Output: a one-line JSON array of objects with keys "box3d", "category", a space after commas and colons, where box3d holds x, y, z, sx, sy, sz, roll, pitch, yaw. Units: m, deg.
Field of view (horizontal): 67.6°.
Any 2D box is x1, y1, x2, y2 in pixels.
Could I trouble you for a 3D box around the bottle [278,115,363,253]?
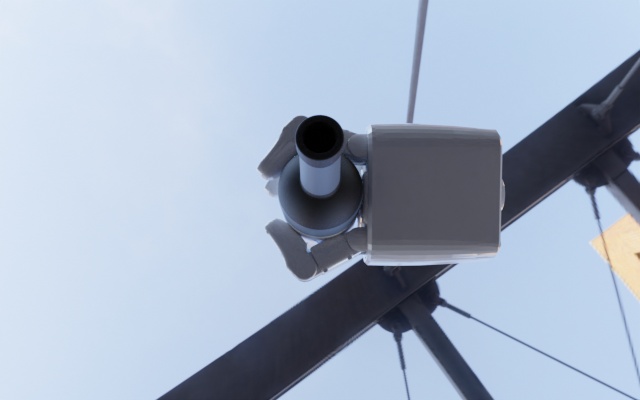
[{"box3d": [0.000, 0.001, 0.406, 0.069, 0.069, 0.296, 0, -14, 0], "category": "bottle"}]
